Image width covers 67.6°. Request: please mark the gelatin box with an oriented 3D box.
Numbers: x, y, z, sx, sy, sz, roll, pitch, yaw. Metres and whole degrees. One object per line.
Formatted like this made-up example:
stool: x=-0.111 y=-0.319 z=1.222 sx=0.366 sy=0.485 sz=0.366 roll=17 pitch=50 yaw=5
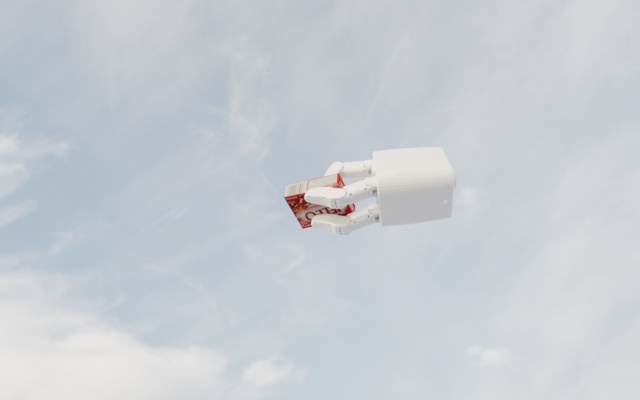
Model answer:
gelatin box: x=0.000 y=0.002 z=0.715 sx=0.089 sy=0.030 sz=0.073 roll=-12 pitch=-47 yaw=18
